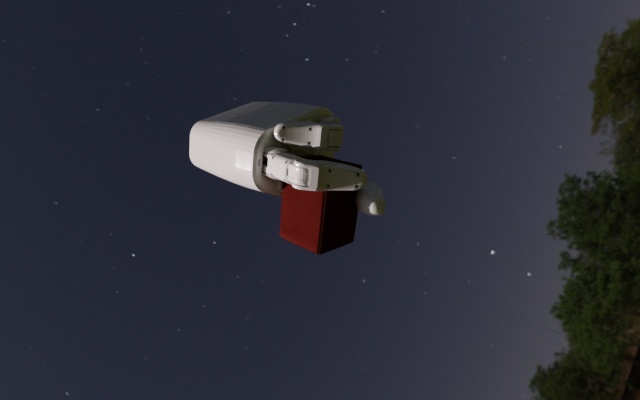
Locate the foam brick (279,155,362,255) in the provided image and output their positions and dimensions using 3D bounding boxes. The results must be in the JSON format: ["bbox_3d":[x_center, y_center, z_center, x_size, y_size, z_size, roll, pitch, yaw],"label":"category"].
[{"bbox_3d":[0.000,0.002,0.441,0.051,0.078,0.053,17,18,37],"label":"foam brick"}]
